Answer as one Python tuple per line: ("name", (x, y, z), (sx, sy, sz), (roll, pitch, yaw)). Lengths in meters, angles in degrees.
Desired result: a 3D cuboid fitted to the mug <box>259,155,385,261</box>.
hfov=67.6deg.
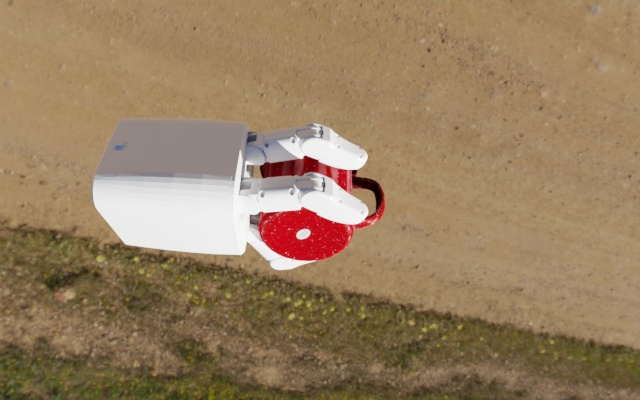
("mug", (0.002, 0.002, 0.431), (0.117, 0.081, 0.093), (3, -41, -2))
